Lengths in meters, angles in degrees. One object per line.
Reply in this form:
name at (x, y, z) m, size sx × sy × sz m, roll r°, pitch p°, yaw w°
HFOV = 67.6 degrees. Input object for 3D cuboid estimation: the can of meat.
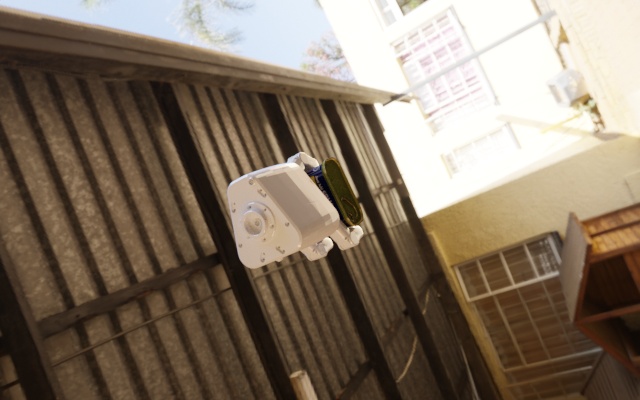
can of meat at (0.000, 0.002, 0.685) m, size 0.084 × 0.102 × 0.057 m, roll -25°, pitch 3°, yaw 26°
